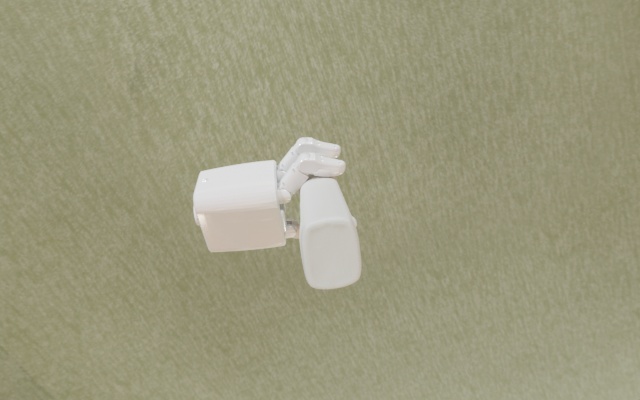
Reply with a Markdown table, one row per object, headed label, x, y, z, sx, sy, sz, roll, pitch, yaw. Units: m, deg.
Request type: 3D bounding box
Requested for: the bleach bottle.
| label | x | y | z | sx | sy | sz | roll | pitch | yaw |
| --- | --- | --- | --- | --- | --- | --- | --- | --- | --- |
| bleach bottle | 0.000 | 0.002 | 0.645 | 0.068 | 0.103 | 0.250 | -8 | 29 | -2 |
